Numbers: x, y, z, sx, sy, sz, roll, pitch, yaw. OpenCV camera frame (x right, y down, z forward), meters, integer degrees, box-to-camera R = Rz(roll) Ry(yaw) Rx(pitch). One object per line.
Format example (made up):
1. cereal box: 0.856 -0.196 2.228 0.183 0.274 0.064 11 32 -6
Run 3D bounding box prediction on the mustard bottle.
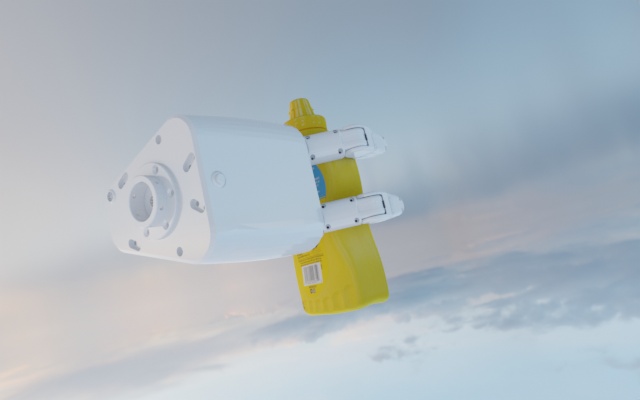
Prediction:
1. mustard bottle: 0.000 0.002 0.425 0.058 0.191 0.096 -8 -9 -31
